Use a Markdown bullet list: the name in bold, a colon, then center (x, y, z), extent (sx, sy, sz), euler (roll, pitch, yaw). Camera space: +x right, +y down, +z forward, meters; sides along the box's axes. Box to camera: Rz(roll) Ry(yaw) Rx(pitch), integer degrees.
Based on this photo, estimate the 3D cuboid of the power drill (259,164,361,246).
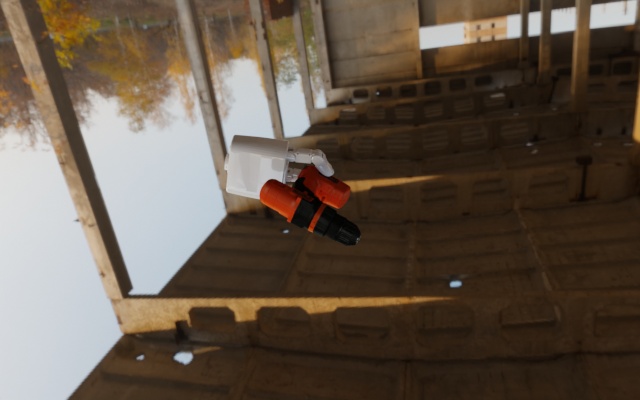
- **power drill**: center (0.000, 0.003, 0.856), extent (0.184, 0.057, 0.187), euler (30, 19, 5)
